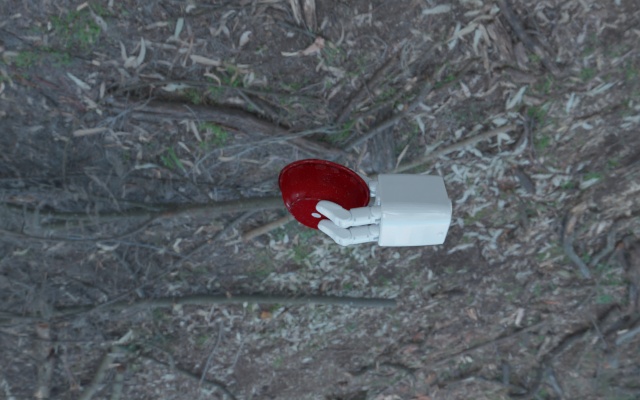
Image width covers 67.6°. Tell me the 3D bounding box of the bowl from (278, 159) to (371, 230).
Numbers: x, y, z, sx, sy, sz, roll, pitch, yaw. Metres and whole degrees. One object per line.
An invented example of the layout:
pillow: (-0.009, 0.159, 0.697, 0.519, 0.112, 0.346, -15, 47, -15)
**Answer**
bowl: (-0.001, 0.003, 0.801, 0.162, 0.055, 0.162, 10, -34, 7)
